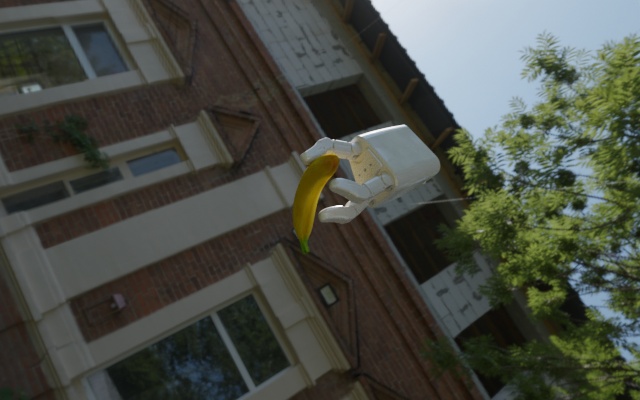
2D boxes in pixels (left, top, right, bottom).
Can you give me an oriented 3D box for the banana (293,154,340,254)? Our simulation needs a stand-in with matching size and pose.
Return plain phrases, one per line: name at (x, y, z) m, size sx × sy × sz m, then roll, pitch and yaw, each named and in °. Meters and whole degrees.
banana at (-0.011, -0.007, 0.740) m, size 0.037 × 0.198 × 0.069 m, roll -17°, pitch 50°, yaw -32°
